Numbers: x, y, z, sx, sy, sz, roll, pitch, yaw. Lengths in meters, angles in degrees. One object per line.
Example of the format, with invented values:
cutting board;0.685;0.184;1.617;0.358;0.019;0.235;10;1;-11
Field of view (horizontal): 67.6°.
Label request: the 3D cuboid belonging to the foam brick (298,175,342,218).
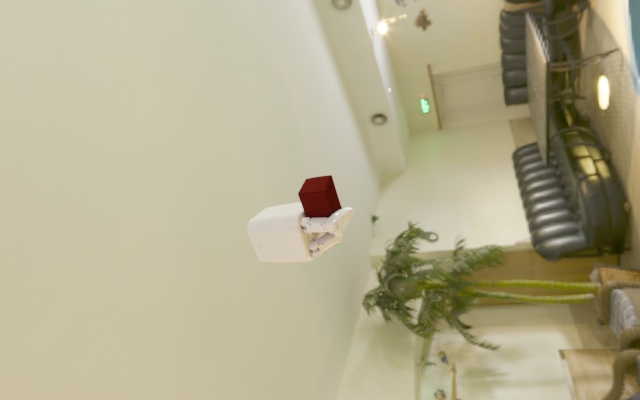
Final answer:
foam brick;0.000;0.002;0.849;0.051;0.078;0.053;-4;33;22
